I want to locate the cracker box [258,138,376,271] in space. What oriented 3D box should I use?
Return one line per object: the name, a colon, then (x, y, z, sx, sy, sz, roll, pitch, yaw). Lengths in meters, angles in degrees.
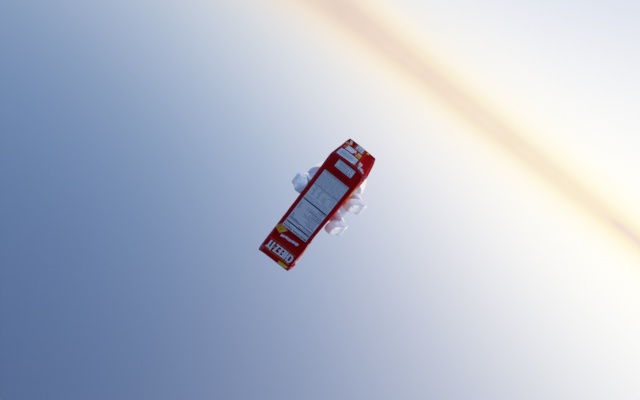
cracker box: (0.000, 0.002, 0.832, 0.072, 0.214, 0.164, 38, 19, 1)
